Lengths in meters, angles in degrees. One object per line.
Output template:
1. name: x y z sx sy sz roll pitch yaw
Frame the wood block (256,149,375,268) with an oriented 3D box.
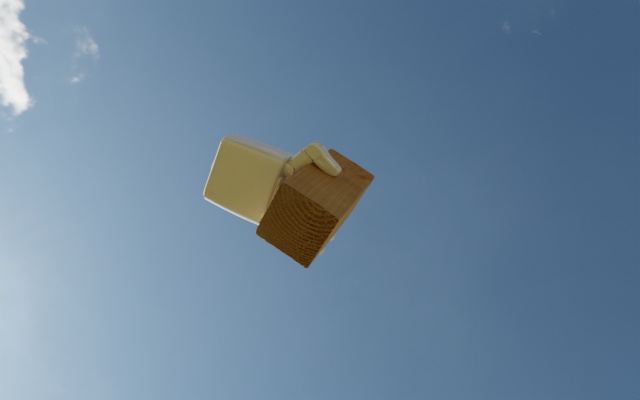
1. wood block: 0.000 0.002 0.710 0.090 0.091 0.206 34 26 6
